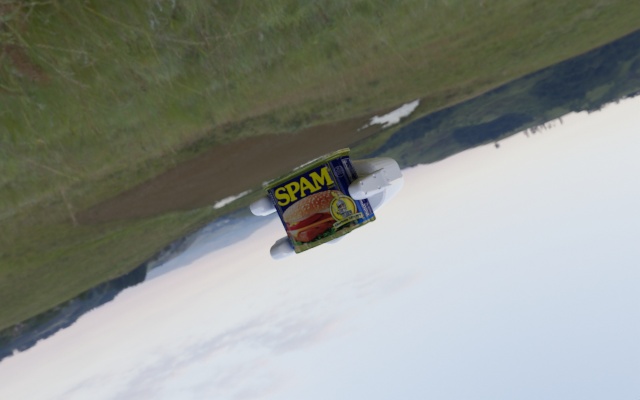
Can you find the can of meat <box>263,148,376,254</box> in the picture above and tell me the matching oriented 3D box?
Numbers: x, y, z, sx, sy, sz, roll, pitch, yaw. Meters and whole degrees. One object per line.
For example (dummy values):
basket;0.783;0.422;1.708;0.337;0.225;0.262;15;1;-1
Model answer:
can of meat;0.000;0.002;0.523;0.102;0.084;0.057;-24;0;23
